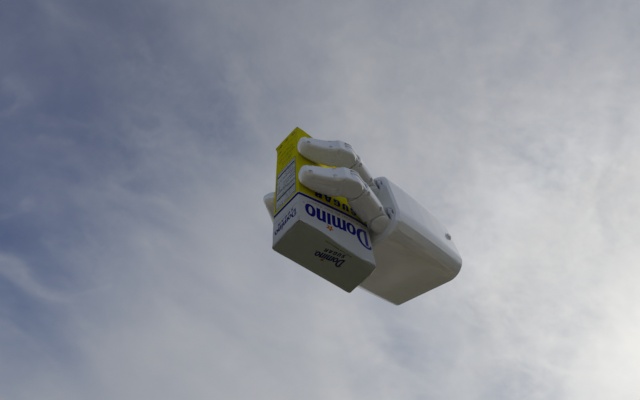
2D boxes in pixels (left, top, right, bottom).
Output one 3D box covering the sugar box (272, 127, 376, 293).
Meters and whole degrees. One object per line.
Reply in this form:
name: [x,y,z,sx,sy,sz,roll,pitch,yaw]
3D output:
sugar box: [0.001,0.001,0.485,0.093,0.048,0.176,33,24,-24]
